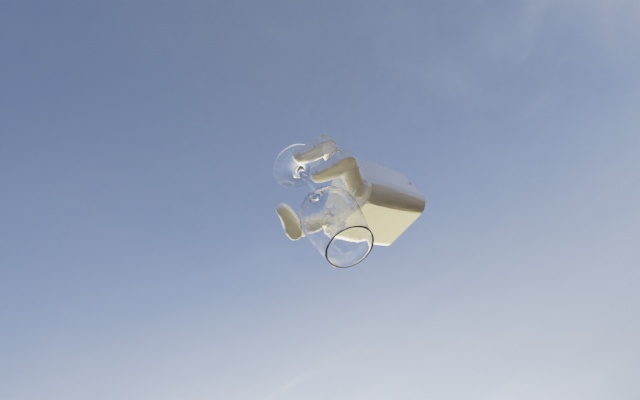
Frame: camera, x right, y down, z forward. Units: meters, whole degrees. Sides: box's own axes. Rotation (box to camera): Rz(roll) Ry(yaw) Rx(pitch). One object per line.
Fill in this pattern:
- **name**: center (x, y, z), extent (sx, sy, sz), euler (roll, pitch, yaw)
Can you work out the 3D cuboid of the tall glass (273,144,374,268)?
- **tall glass**: center (0.000, 0.002, 0.631), extent (0.079, 0.079, 0.201), euler (0, 32, -24)
